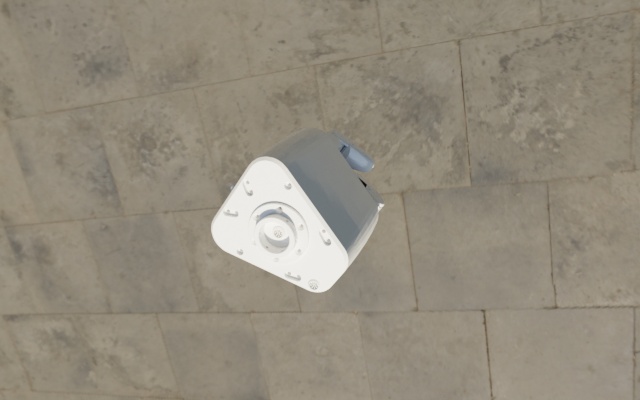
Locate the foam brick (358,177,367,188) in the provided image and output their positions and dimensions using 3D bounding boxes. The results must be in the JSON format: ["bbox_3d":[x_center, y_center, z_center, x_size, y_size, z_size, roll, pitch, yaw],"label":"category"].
[{"bbox_3d":[0.000,0.002,0.485,0.053,0.078,0.051,39,25,3],"label":"foam brick"}]
